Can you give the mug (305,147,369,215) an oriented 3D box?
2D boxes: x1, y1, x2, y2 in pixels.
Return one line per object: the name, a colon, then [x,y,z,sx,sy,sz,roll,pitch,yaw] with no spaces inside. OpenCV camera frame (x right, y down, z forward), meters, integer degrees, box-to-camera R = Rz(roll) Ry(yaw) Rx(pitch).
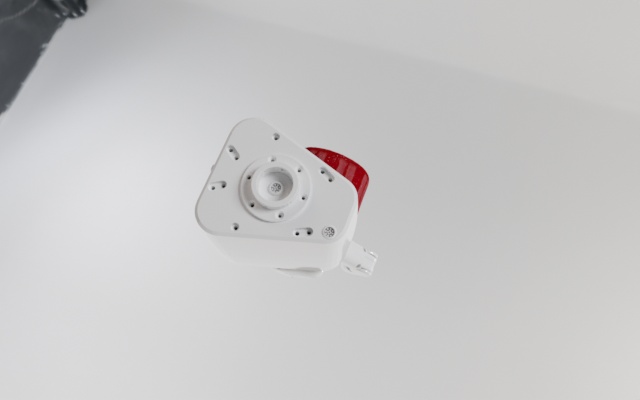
mug: [0.000,0.002,0.503,0.093,0.081,0.117,20,-15,5]
